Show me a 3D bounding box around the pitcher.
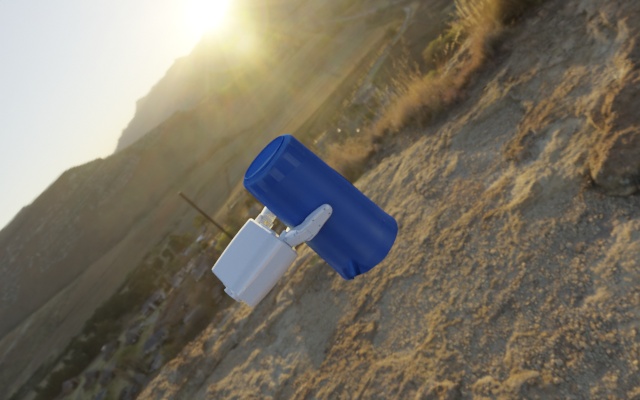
[{"bbox_3d":[0.000,0.003,0.775,0.243,0.145,0.149,41,-9,-20],"label":"pitcher"}]
